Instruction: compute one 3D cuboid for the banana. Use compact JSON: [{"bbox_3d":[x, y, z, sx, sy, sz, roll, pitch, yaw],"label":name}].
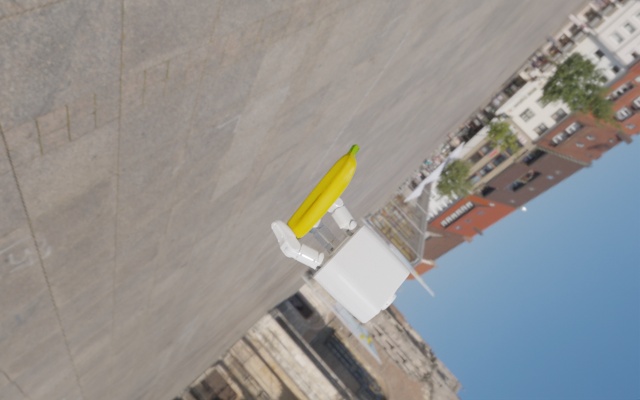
[{"bbox_3d":[-0.003,0.004,0.718,0.037,0.198,0.069,41,18,4],"label":"banana"}]
